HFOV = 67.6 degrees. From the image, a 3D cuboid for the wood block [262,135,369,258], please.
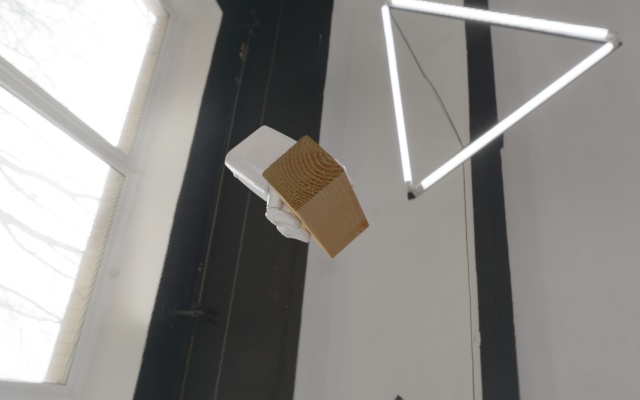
[{"bbox_3d":[0.000,0.002,0.757,0.090,0.091,0.206,45,-6,28],"label":"wood block"}]
